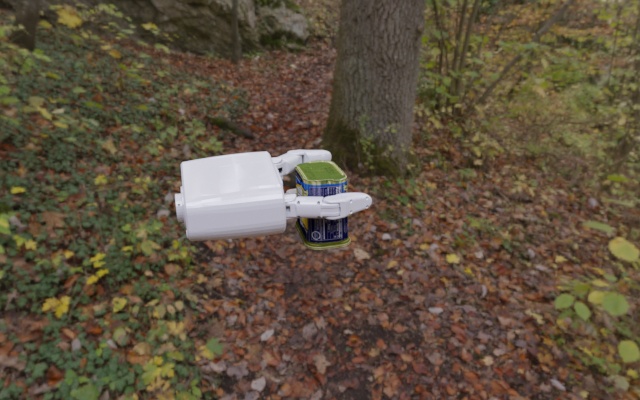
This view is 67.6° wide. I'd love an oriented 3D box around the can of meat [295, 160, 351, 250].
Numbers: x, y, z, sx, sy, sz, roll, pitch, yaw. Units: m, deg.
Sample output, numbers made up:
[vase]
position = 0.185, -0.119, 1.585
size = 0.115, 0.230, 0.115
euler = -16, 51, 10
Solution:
[can of meat]
position = 0.000, 0.002, 0.591
size = 0.057, 0.084, 0.102
euler = -6, 19, -11
